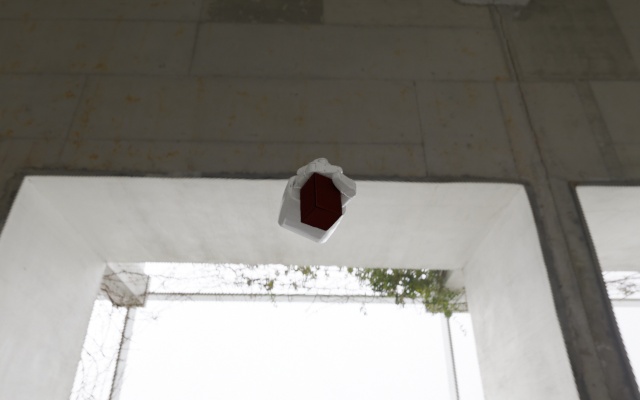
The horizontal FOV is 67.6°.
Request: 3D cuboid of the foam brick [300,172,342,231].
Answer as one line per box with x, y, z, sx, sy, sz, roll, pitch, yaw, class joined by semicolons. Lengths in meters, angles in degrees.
0.000;0.003;0.807;0.053;0.078;0.051;21;-47;-24;foam brick
